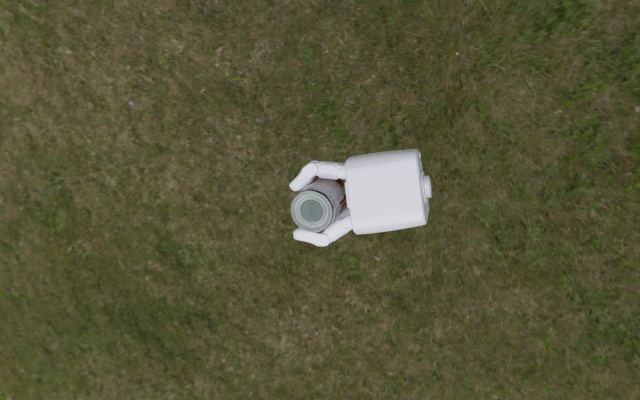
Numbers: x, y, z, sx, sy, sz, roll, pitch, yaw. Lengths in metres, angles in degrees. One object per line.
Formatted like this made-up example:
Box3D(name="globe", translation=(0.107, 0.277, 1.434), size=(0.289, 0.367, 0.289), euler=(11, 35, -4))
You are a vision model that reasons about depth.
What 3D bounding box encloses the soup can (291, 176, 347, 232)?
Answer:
Box3D(name="soup can", translation=(0.000, 0.002, 0.746), size=(0.068, 0.068, 0.102), euler=(0, 16, 16))
